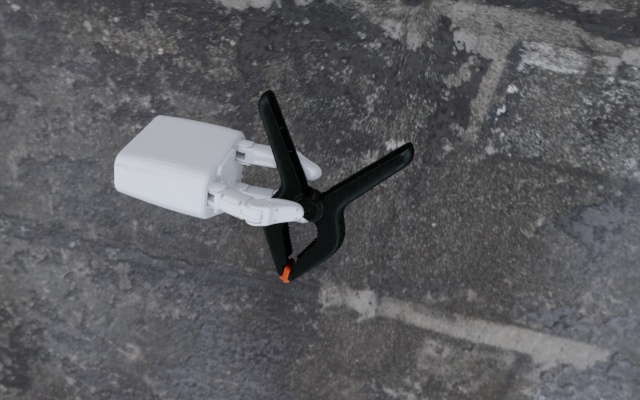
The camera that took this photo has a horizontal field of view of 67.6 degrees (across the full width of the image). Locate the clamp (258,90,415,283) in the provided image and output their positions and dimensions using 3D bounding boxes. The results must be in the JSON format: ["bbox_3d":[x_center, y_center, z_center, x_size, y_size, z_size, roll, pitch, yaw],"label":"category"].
[{"bbox_3d":[0.000,0.002,0.514,0.164,0.210,0.036,16,25,9],"label":"clamp"}]
